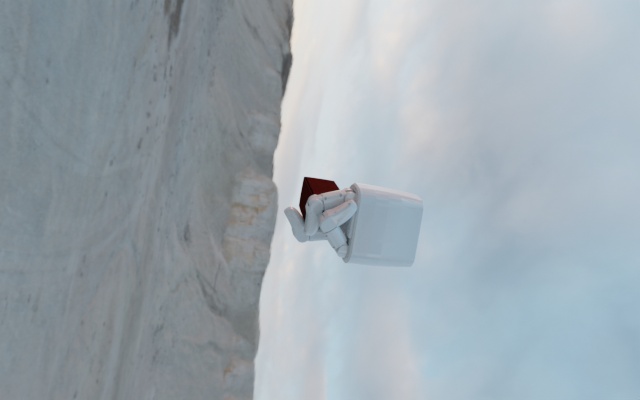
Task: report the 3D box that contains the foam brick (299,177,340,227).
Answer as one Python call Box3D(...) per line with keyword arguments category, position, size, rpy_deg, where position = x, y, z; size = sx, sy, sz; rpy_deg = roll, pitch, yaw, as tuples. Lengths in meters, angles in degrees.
Box3D(category="foam brick", position=(0.000, 0.002, 0.743), size=(0.051, 0.053, 0.078), rpy_deg=(6, 22, -15))
